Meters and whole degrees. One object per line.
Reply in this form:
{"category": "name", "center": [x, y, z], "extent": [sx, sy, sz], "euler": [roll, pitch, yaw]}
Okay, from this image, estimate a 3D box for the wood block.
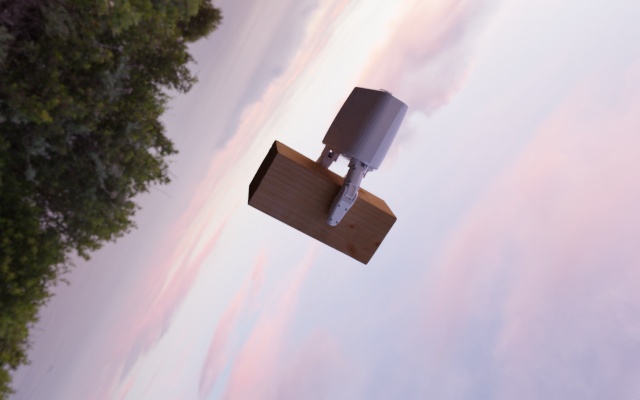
{"category": "wood block", "center": [0.000, 0.002, 0.731], "extent": [0.206, 0.090, 0.090], "euler": [28, 14, -16]}
